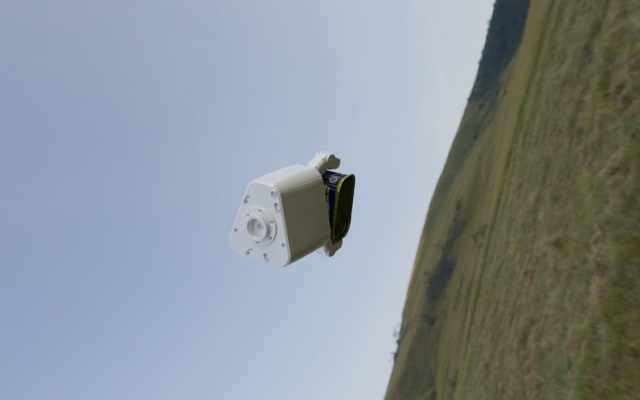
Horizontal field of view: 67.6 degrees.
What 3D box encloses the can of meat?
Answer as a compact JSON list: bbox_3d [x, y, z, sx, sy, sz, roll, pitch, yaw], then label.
[{"bbox_3d":[0.000,0.002,0.718,0.084,0.102,0.057,15,23,24],"label":"can of meat"}]
